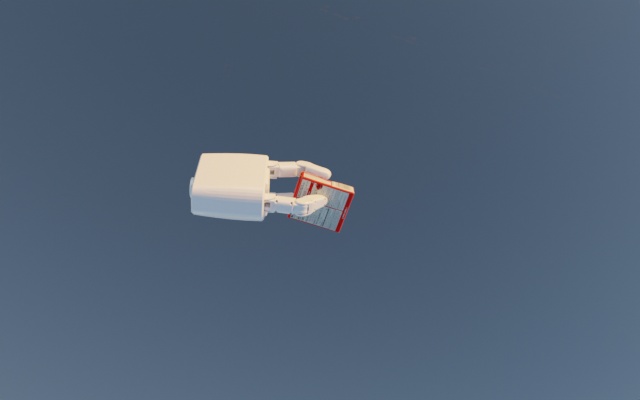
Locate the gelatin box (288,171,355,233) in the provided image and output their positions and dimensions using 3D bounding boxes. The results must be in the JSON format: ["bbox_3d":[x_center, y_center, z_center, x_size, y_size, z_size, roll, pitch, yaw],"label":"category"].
[{"bbox_3d":[0.000,0.003,0.754,0.089,0.073,0.030,17,21,-6],"label":"gelatin box"}]
